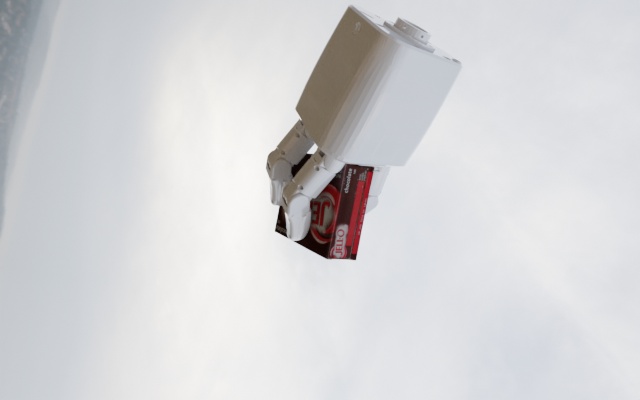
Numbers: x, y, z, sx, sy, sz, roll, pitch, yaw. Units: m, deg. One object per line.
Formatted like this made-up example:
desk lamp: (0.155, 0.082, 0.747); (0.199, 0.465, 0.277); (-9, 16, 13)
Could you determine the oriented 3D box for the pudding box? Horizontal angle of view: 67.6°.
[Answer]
pudding box: (0.000, 0.002, 0.470); (0.039, 0.090, 0.113); (9, 5, -30)
